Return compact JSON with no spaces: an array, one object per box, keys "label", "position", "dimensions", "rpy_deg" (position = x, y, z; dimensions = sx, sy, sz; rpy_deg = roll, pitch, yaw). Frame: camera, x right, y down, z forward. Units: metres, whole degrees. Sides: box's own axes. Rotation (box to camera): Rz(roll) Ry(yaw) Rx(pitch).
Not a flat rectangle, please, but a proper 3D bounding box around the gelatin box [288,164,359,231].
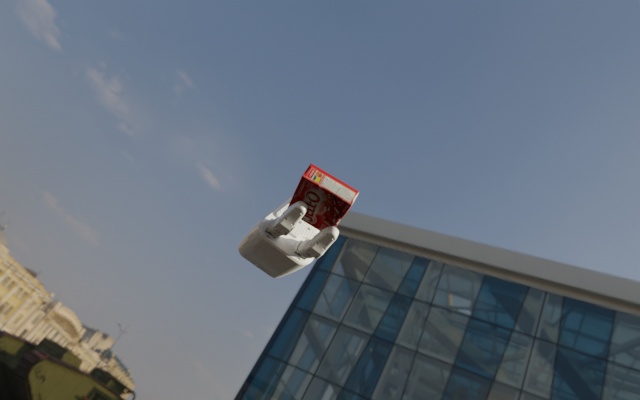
[{"label":"gelatin box","position":[0.000,0.002,0.638],"dimensions":[0.073,0.030,0.089],"rpy_deg":[31,-38,0]}]
